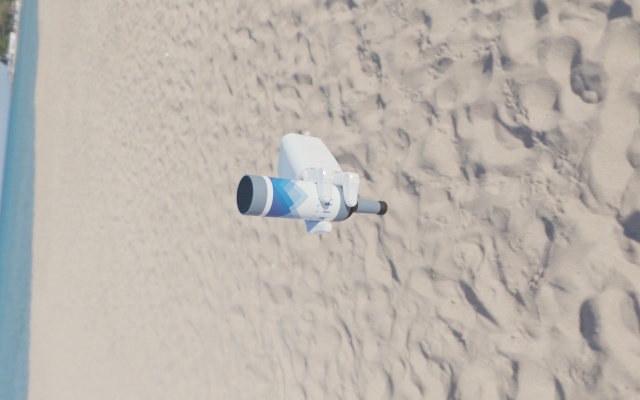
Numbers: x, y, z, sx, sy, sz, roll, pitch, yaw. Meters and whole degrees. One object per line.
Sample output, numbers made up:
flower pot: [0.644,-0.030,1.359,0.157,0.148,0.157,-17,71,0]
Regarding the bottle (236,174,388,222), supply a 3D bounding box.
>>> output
bottle: [0.000,0.003,0.847,0.296,0.069,0.069,6,-3,-34]
